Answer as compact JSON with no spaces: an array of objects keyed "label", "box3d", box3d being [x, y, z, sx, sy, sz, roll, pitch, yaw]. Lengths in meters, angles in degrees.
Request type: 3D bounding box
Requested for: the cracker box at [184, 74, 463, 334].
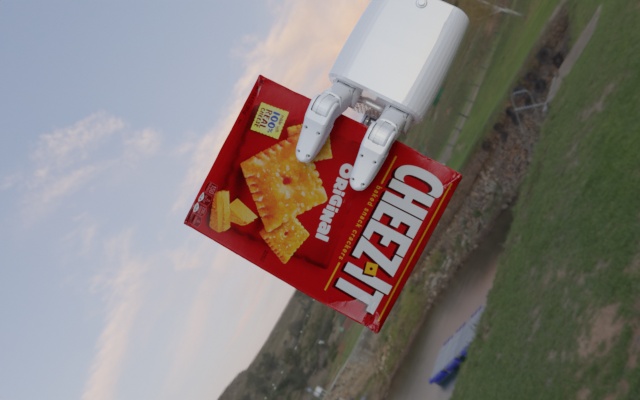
[{"label":"cracker box","box3d":[0.000,0.001,0.462,0.213,0.164,0.072,28,0,10]}]
